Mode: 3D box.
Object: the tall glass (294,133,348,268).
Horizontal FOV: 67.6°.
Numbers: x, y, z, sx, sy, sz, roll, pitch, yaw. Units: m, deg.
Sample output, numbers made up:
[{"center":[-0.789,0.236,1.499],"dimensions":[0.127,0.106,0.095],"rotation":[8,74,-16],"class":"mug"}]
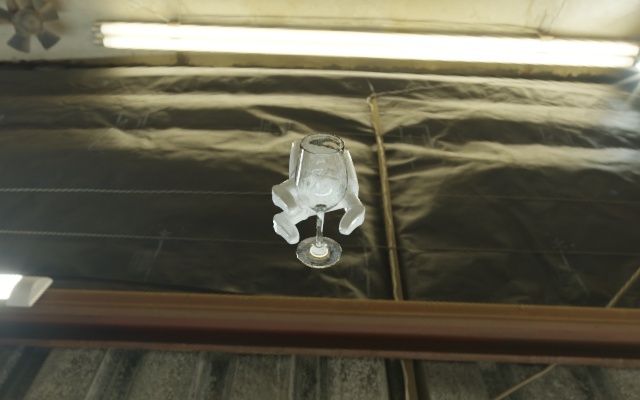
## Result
[{"center":[0.000,0.003,0.716],"dimensions":[0.079,0.201,0.079],"rotation":[1,36,-1],"class":"tall glass"}]
